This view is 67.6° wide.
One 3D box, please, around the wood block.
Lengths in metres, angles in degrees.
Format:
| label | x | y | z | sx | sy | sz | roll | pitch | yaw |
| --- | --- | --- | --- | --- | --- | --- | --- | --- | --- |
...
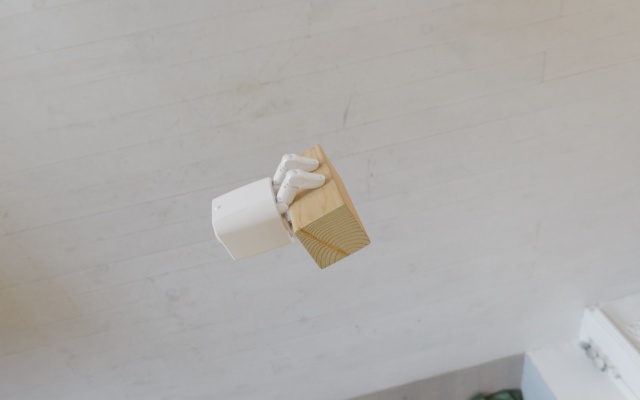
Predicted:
| label | x | y | z | sx | sy | sz | roll | pitch | yaw |
| --- | --- | --- | --- | --- | --- | --- | --- | --- | --- |
| wood block | 0.000 | 0.003 | 0.794 | 0.090 | 0.091 | 0.206 | -29 | 33 | 6 |
